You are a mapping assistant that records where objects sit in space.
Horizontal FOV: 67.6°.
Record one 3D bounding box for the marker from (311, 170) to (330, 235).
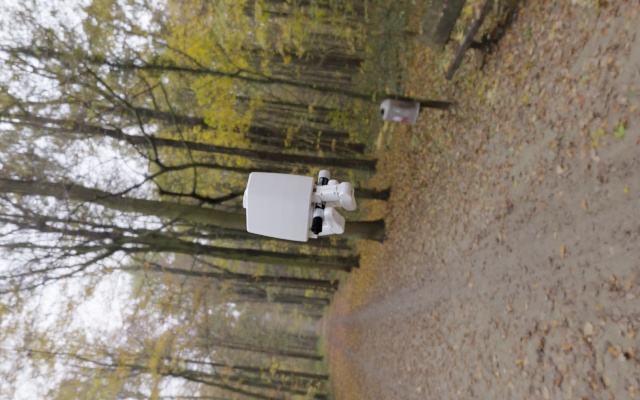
[{"bbox_3d":[0.000,0.003,0.786,0.020,0.121,0.020,6,-34,4],"label":"marker"}]
